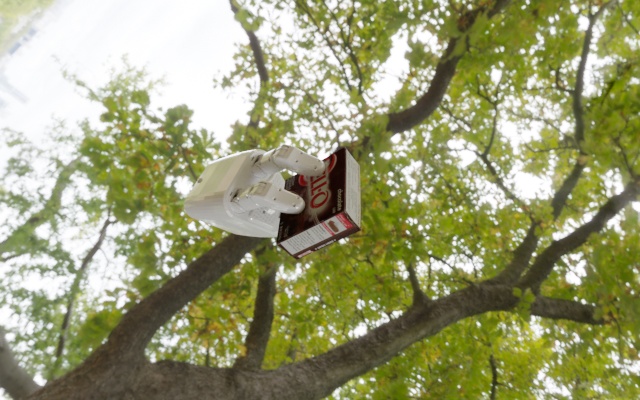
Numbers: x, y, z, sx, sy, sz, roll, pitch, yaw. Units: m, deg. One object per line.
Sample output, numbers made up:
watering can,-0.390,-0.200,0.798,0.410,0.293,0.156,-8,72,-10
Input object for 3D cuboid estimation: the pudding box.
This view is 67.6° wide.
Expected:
pudding box,0.000,0.002,0.538,0.090,0.113,0.039,-28,-53,25
